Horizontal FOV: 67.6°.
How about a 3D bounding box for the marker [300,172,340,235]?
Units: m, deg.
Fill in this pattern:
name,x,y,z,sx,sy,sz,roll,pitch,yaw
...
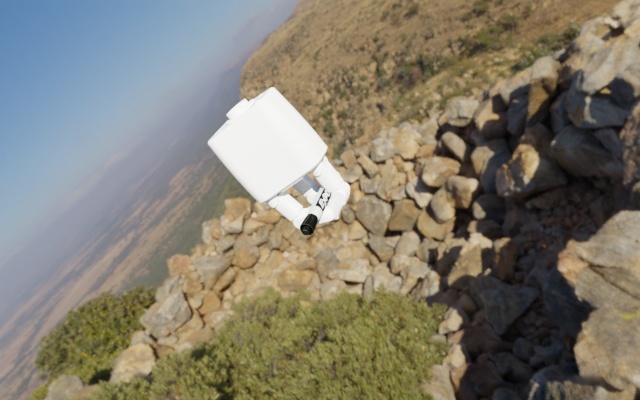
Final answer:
name,x,y,z,sx,sy,sz,roll,pitch,yaw
marker,0.000,0.002,0.622,0.020,0.020,0.121,0,38,24
